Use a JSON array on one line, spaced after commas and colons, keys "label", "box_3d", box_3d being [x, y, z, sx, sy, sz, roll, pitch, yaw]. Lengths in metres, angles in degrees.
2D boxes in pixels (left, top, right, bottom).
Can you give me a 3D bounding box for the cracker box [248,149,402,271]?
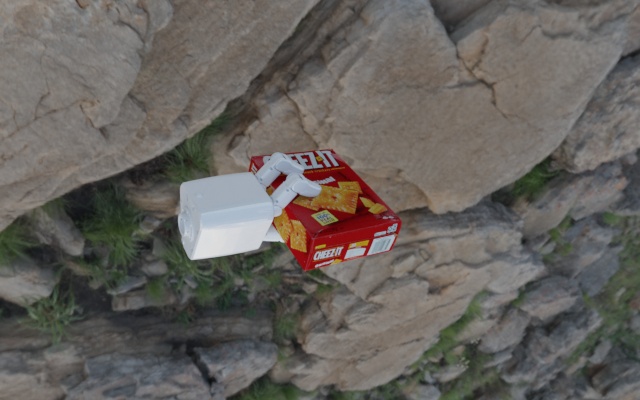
[{"label": "cracker box", "box_3d": [0.000, 0.003, 0.756, 0.164, 0.072, 0.213, -9, 41, -32]}]
